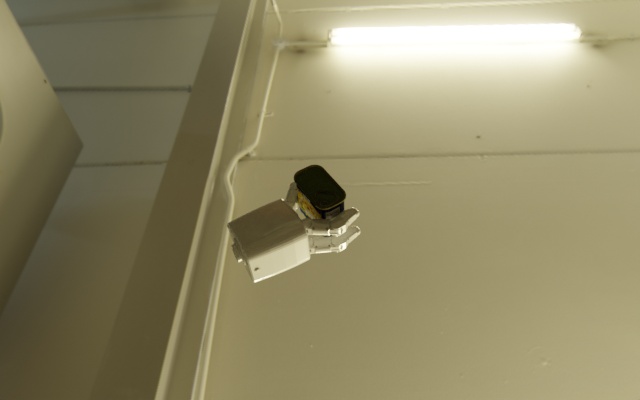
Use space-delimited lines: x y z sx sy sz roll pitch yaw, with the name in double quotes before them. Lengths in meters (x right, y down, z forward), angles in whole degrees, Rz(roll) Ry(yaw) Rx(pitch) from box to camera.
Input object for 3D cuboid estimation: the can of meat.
"can of meat" 0.000 0.003 0.827 0.057 0.084 0.102 -27 52 -19
